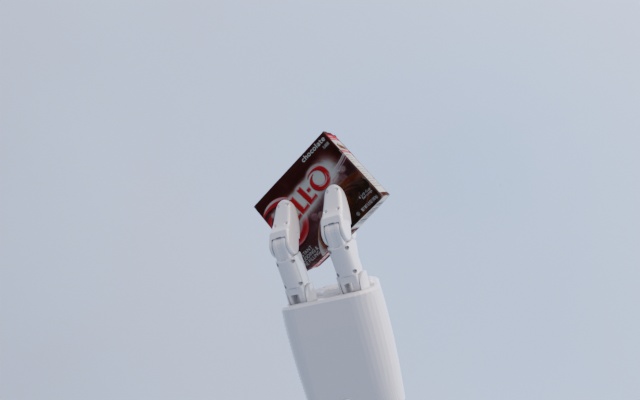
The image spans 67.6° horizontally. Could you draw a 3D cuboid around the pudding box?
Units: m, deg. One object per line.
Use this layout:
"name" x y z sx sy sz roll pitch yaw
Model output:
"pudding box" 0.000 0.002 0.485 0.113 0.090 0.039 -45 -15 15
